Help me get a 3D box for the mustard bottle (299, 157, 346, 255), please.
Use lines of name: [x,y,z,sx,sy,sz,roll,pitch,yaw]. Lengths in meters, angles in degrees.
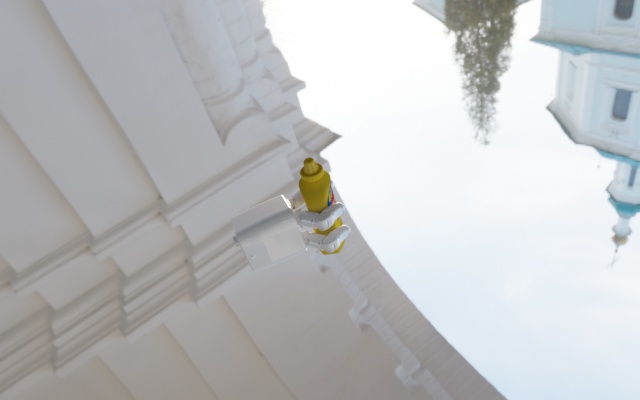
mustard bottle: [0.001,0.003,0.868,0.058,0.192,0.096,-8,40,11]
